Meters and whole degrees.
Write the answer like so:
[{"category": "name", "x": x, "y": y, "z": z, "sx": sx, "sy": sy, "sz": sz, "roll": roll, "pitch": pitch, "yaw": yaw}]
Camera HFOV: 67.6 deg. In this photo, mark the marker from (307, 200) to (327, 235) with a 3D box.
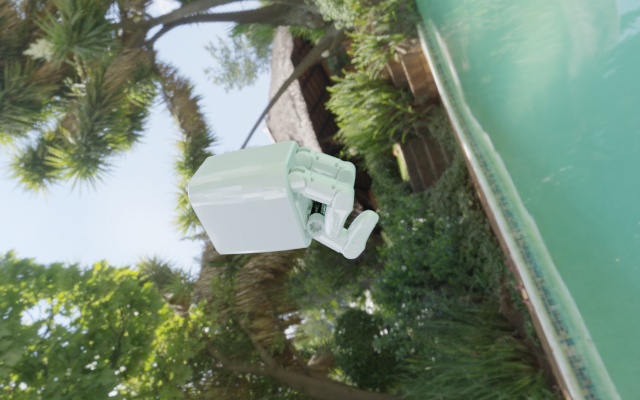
[{"category": "marker", "x": 0.000, "y": 0.002, "z": 0.549, "sx": 0.020, "sy": 0.020, "sz": 0.121, "roll": 0, "pitch": 26, "yaw": 5}]
